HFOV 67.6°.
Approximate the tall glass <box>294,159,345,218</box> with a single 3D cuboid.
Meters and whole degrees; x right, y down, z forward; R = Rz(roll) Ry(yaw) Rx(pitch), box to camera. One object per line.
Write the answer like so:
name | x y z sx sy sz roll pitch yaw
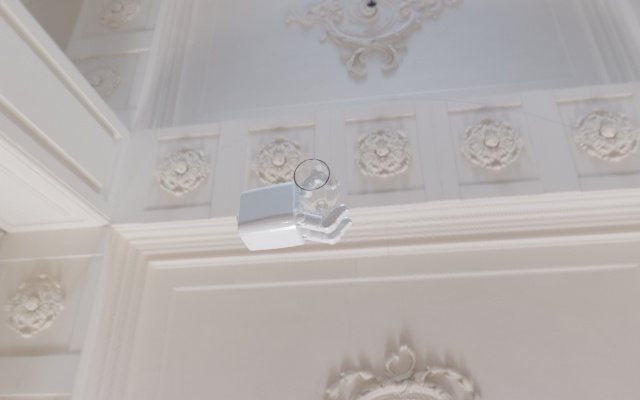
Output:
tall glass | 0.000 0.003 0.877 0.079 0.079 0.201 0 -28 9
